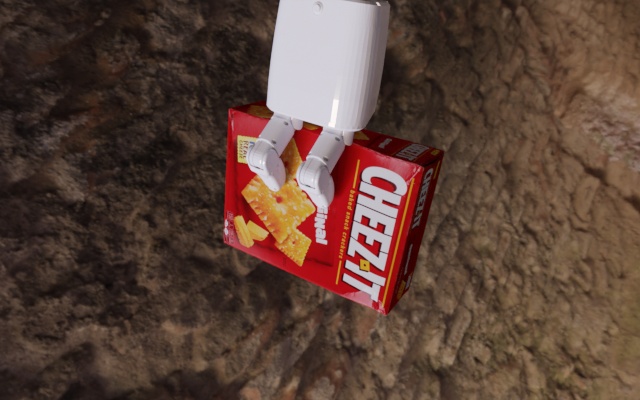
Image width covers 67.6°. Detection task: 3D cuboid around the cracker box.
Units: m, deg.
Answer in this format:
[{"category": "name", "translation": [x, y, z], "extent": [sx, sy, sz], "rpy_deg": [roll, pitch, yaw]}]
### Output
[{"category": "cracker box", "translation": [0.000, 0.002, 0.502], "extent": [0.213, 0.164, 0.072], "rpy_deg": [20, 27, 24]}]
